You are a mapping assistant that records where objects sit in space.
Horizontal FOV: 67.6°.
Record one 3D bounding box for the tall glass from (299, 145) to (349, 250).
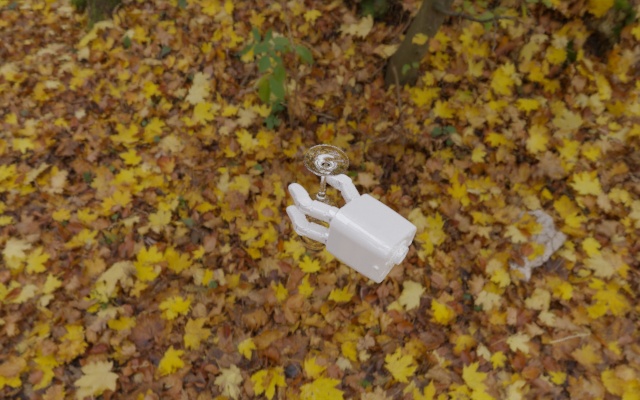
[{"bbox_3d":[0.000,0.002,0.839,0.079,0.079,0.201,0,-43,-8],"label":"tall glass"}]
